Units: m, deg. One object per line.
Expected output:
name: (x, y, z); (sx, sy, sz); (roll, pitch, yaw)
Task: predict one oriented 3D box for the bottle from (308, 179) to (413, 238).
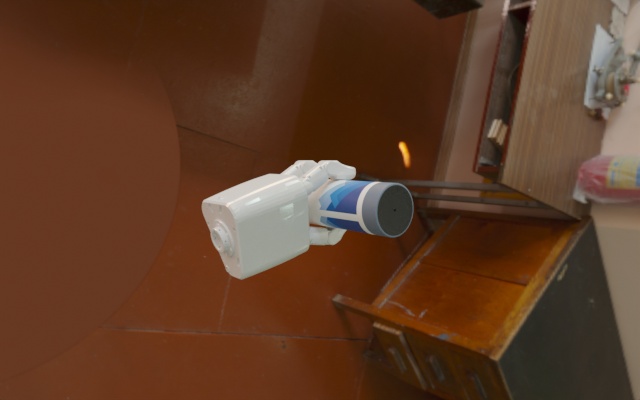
bottle: (0.000, 0.002, 0.691); (0.069, 0.069, 0.295); (0, 4, -38)
